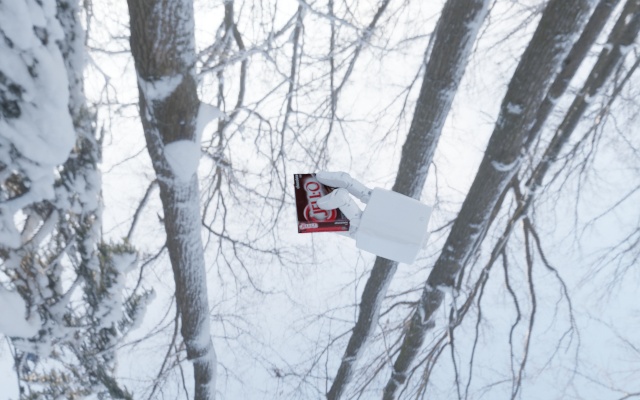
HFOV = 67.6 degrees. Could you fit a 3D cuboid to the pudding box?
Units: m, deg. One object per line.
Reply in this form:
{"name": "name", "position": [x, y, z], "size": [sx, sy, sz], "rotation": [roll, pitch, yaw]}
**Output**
{"name": "pudding box", "position": [0.000, 0.003, 0.826], "size": [0.090, 0.113, 0.039], "rotation": [-2, -42, -8]}
